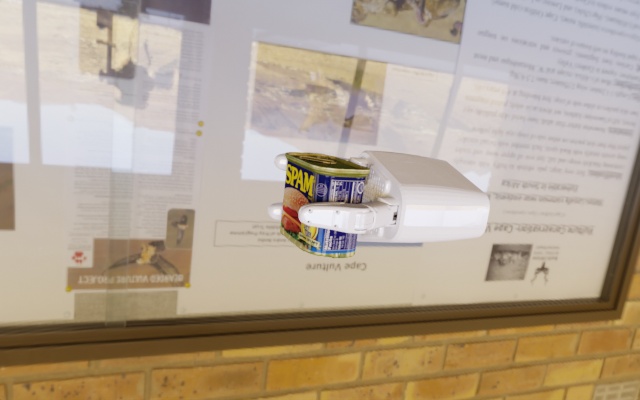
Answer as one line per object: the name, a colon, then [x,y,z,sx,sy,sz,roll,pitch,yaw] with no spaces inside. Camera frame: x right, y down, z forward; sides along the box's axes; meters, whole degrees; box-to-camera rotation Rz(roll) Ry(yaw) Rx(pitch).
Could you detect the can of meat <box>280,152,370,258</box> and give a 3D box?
can of meat: [0.000,0.002,0.467,0.057,0.084,0.102,1,13,-26]
